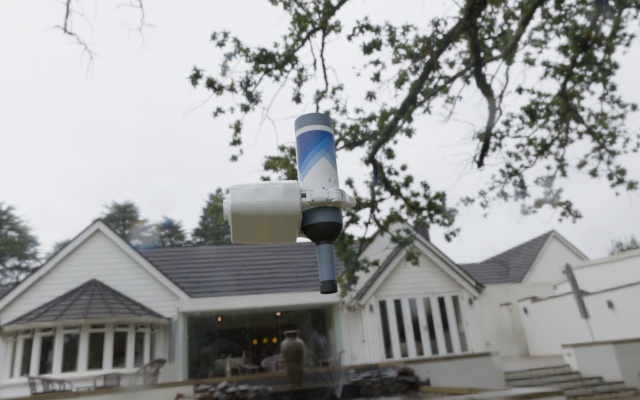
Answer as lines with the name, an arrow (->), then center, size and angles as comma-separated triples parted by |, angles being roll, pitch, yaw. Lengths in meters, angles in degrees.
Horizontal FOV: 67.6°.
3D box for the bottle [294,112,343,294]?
bottle -> 0.000, 0.002, 0.775 | 0.069, 0.295, 0.069 | -5, -19, -2
